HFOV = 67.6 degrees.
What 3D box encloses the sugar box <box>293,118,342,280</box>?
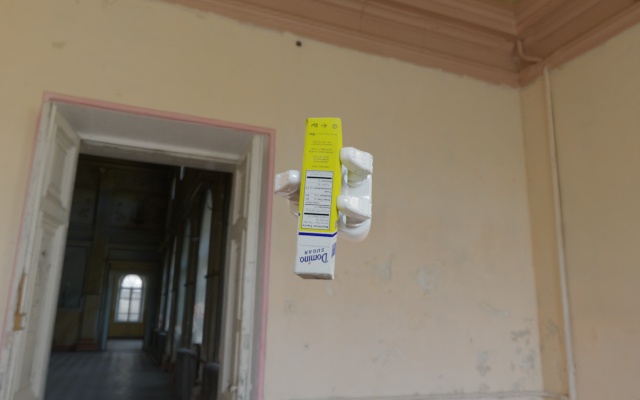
[{"bbox_3d":[0.001,0.002,0.556,0.048,0.176,0.093,0,-12,4],"label":"sugar box"}]
